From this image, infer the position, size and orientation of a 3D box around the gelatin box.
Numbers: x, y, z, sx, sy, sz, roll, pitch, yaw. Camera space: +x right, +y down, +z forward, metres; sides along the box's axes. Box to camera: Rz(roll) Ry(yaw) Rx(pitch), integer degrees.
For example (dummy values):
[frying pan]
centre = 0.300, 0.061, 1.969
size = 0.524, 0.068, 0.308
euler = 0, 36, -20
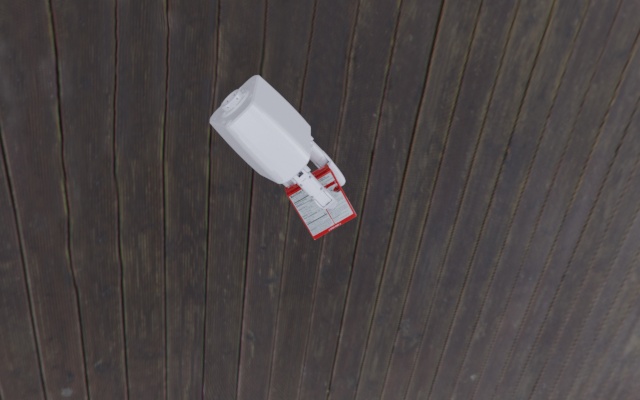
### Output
[gelatin box]
centre = 0.000, 0.003, 0.698
size = 0.073, 0.089, 0.030
euler = -30, 26, 0
